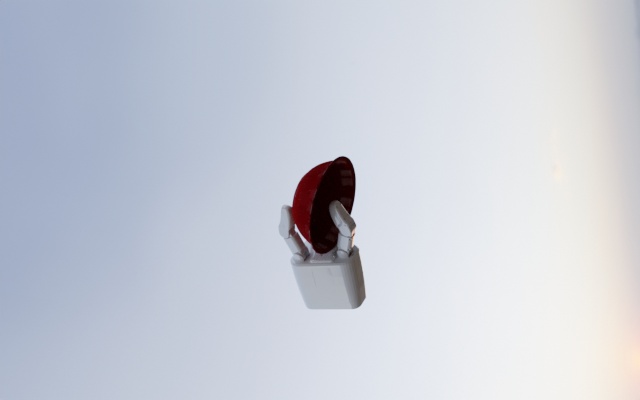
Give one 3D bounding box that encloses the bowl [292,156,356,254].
[{"bbox_3d":[0.000,0.001,0.774,0.055,0.162,0.162,15,6,25],"label":"bowl"}]
